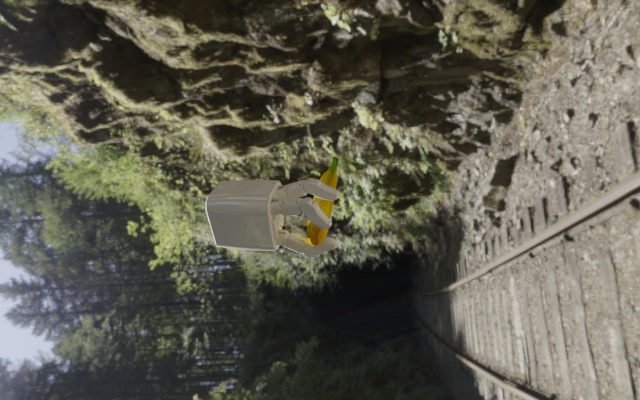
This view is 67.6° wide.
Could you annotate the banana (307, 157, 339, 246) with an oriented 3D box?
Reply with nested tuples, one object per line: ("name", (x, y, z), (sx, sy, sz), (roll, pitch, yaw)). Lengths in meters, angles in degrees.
("banana", (0.001, 0.013, 0.829), (0.037, 0.197, 0.070), (7, -41, 7))
